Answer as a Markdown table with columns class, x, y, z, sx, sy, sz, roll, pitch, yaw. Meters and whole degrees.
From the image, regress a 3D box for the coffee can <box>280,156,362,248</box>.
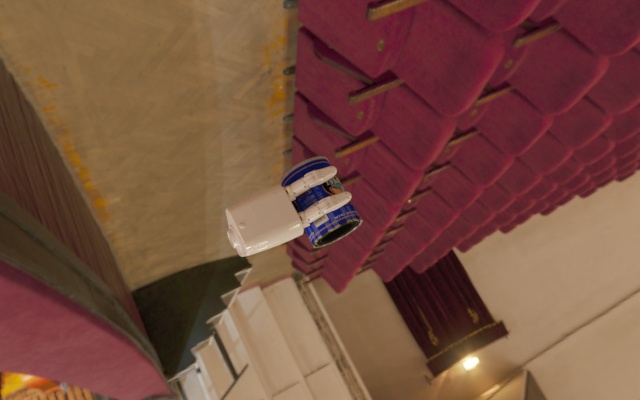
| class | x | y | z | sx | sy | sz | roll | pitch | yaw |
| --- | --- | --- | --- | --- | --- | --- | --- | --- | --- |
| coffee can | 0.000 | 0.003 | 0.892 | 0.103 | 0.140 | 0.103 | -26 | -16 | -8 |
